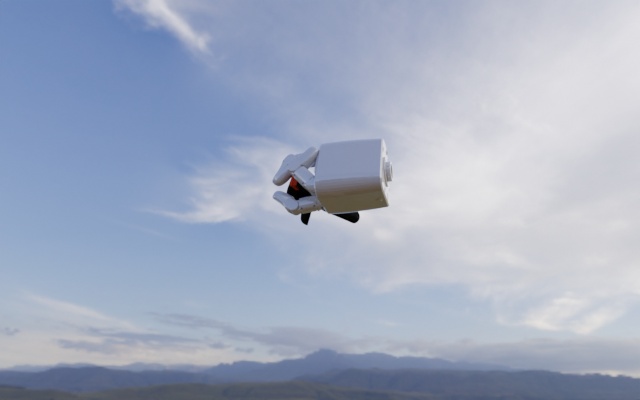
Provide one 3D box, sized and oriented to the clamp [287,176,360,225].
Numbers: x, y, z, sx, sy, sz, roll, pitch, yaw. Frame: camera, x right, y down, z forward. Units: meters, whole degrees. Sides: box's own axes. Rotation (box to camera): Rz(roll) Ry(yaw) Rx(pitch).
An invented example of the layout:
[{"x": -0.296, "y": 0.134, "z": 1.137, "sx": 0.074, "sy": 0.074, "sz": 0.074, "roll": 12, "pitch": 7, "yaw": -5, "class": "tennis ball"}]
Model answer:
[{"x": 0.000, "y": 0.002, "z": 0.861, "sx": 0.120, "sy": 0.039, "sz": 0.171, "roll": -5, "pitch": -27, "yaw": 15, "class": "clamp"}]
